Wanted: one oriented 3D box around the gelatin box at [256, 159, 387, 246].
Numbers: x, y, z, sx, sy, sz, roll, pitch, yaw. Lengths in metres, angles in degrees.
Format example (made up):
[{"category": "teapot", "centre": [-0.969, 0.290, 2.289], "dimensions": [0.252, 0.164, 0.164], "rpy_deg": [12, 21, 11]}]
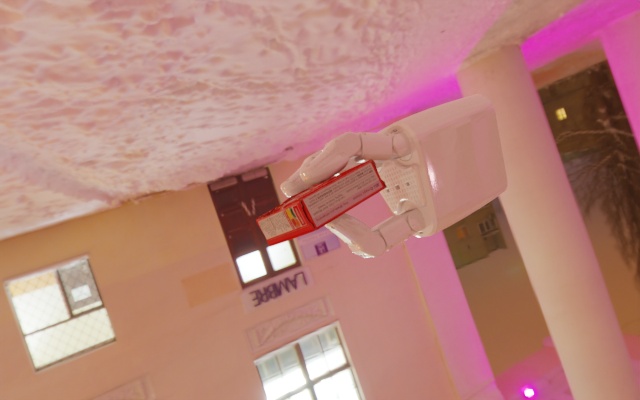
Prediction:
[{"category": "gelatin box", "centre": [0.000, 0.002, 0.403], "dimensions": [0.089, 0.030, 0.073], "rpy_deg": [-31, 5, -37]}]
